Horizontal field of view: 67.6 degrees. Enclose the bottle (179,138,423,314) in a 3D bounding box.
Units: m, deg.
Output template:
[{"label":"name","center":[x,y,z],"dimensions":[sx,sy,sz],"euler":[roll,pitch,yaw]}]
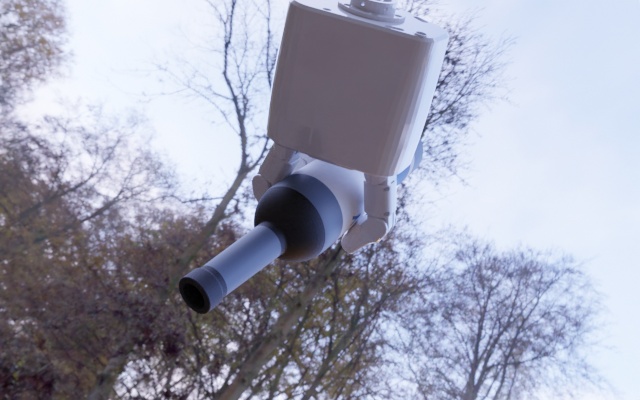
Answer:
[{"label":"bottle","center":[0.000,0.001,0.409],"dimensions":[0.069,0.069,0.295],"euler":[0,24,37]}]
